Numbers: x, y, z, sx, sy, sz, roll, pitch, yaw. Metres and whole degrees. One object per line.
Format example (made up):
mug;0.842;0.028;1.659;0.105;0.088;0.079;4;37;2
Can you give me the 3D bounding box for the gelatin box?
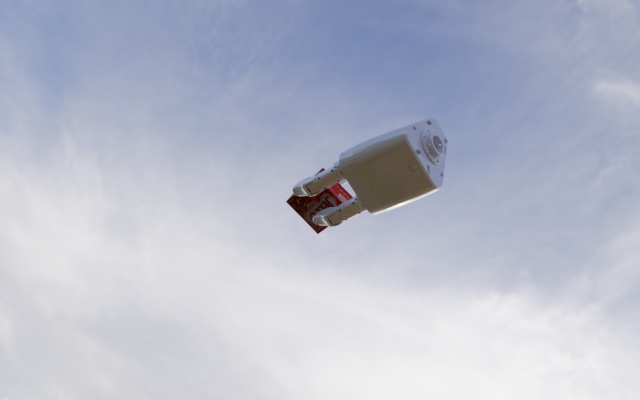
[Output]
gelatin box;0.000;0.002;0.722;0.089;0.073;0.030;-37;10;46
